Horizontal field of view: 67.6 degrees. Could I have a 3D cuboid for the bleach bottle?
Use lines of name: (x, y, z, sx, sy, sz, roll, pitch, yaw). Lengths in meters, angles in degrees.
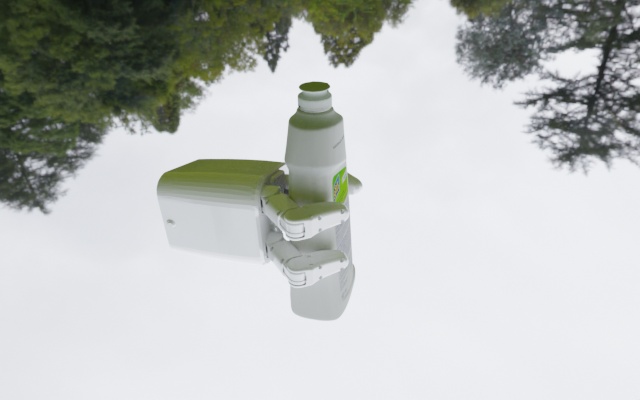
bleach bottle: (0.000, 0.002, 0.492, 0.068, 0.251, 0.102, 6, 33, 12)
